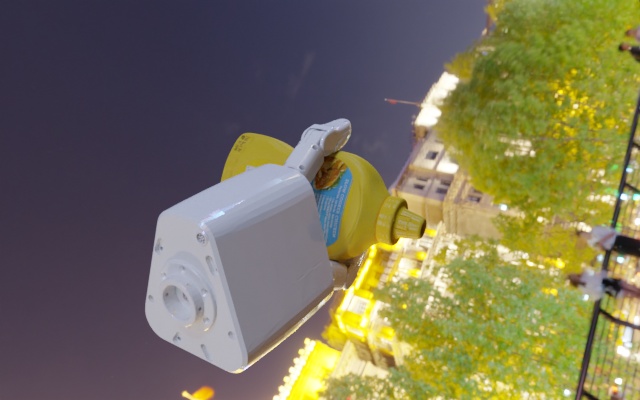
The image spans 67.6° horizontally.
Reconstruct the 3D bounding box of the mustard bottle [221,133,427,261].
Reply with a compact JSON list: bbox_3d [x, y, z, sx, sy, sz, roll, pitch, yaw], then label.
[{"bbox_3d":[0.000,0.001,0.427,0.191,0.096,0.058,15,1,28],"label":"mustard bottle"}]
